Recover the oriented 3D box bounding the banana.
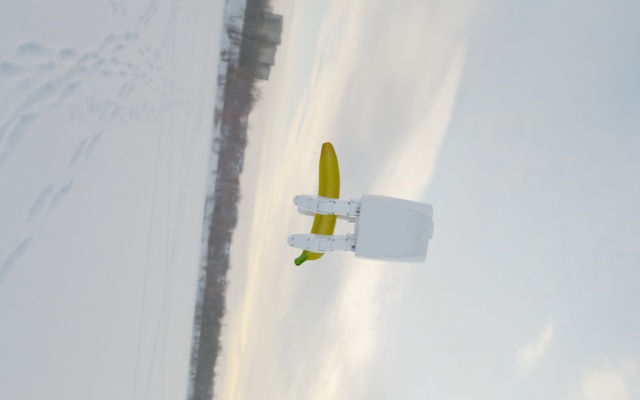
[{"bbox_3d":[0.005,0.010,0.751,0.037,0.197,0.070,8,-10,20],"label":"banana"}]
